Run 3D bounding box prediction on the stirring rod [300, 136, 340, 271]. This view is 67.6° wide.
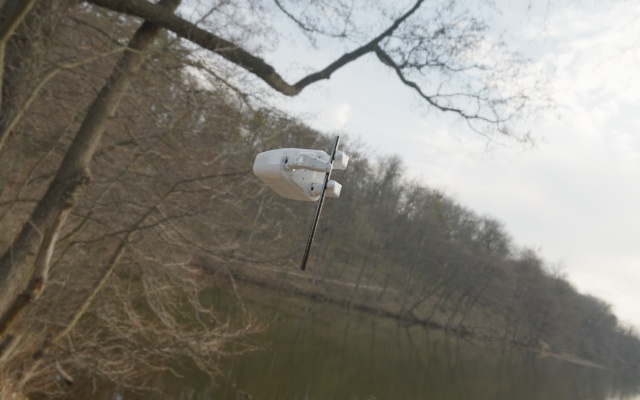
[{"bbox_3d":[0.000,0.003,0.821,0.011,0.239,0.011,15,-9,2],"label":"stirring rod"}]
